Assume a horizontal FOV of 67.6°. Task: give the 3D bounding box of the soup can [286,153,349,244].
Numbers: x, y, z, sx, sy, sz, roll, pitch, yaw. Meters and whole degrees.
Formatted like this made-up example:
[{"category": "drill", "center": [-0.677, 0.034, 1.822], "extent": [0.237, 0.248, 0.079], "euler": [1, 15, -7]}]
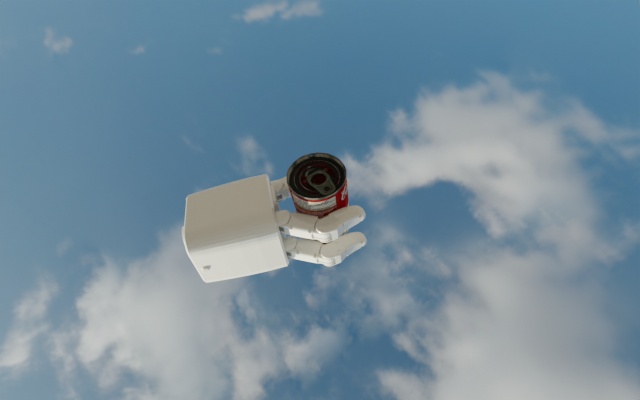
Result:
[{"category": "soup can", "center": [0.001, 0.002, 0.573], "extent": [0.068, 0.068, 0.102], "euler": [0, -37, 7]}]
